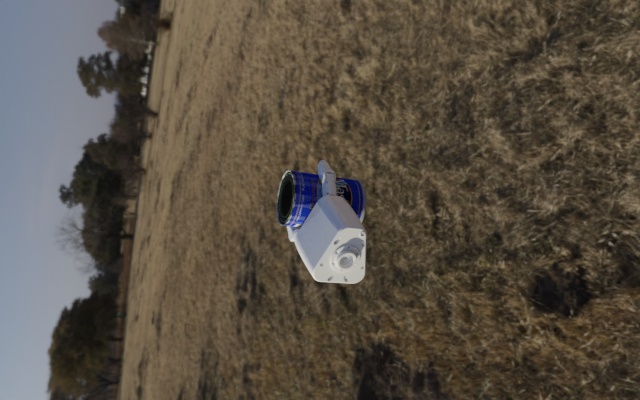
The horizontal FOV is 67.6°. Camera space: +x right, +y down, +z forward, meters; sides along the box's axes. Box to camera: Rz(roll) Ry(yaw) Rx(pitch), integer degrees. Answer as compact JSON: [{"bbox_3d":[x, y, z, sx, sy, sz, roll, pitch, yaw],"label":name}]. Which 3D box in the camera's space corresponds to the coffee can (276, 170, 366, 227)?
[{"bbox_3d":[0.000,0.003,0.889,0.140,0.103,0.103,7,-3,-21],"label":"coffee can"}]
